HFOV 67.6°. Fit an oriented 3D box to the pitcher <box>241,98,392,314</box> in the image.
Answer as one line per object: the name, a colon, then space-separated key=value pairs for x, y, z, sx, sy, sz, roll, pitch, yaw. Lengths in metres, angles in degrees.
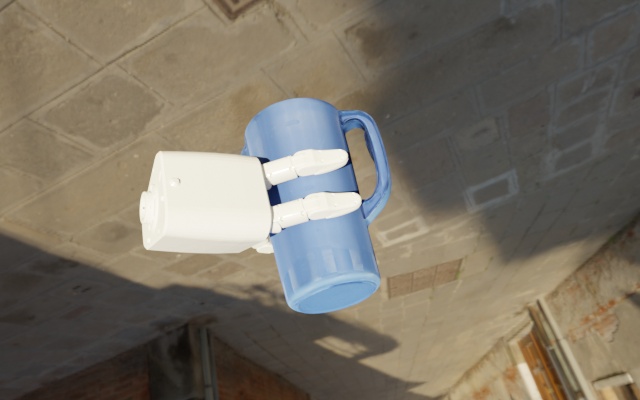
pitcher: x=0.000 y=0.002 z=0.580 sx=0.145 sy=0.242 sz=0.149 roll=4 pitch=-34 yaw=-31
